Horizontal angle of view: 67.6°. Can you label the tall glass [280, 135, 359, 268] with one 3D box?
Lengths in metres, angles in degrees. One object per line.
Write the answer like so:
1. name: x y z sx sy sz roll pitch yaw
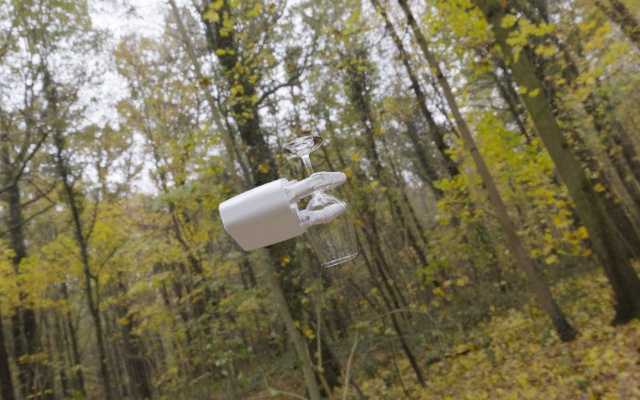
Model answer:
1. tall glass: 0.000 0.002 0.762 0.079 0.201 0.079 -18 -14 -5
